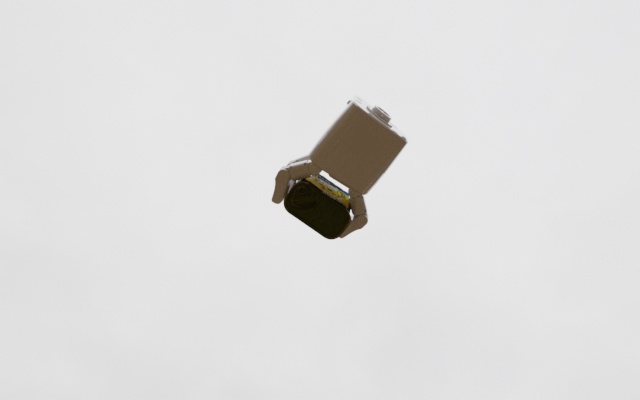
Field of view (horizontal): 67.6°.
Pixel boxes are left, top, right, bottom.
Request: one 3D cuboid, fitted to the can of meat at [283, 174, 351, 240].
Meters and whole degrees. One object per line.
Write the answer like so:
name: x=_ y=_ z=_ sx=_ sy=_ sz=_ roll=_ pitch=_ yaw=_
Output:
can of meat: x=0.000 y=0.002 z=0.745 sx=0.102 sy=0.057 sz=0.084 roll=35 pitch=20 yaw=-5
